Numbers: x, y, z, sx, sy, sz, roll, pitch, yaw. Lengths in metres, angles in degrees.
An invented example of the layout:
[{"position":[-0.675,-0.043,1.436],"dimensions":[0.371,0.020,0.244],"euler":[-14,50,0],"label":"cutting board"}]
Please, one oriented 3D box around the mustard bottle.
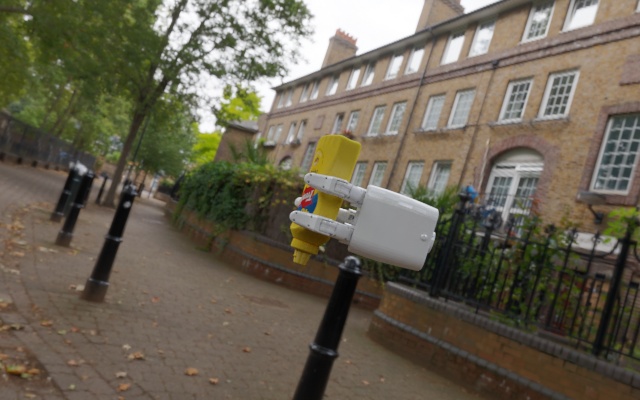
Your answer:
[{"position":[0.000,0.002,0.702],"dimensions":[0.058,0.191,0.096],"euler":[20,-5,-20],"label":"mustard bottle"}]
